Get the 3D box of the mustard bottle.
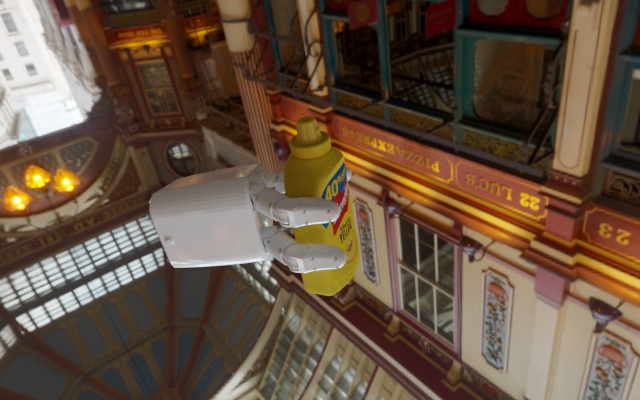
[{"bbox_3d":[0.000,0.002,0.512,0.058,0.192,0.096,6,35,26],"label":"mustard bottle"}]
